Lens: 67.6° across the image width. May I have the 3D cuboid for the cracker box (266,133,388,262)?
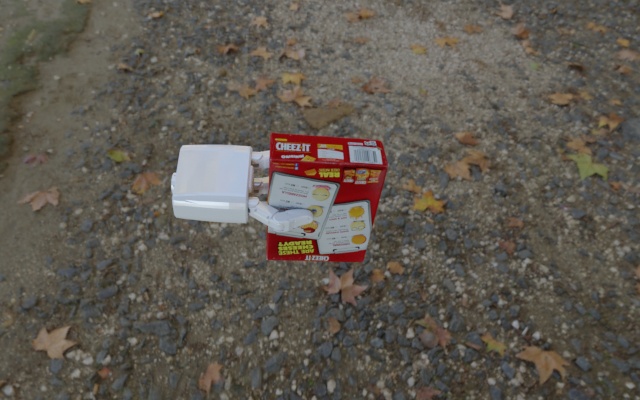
[{"bbox_3d":[0.000,0.002,0.733,0.164,0.072,0.214,2,-45,-5],"label":"cracker box"}]
